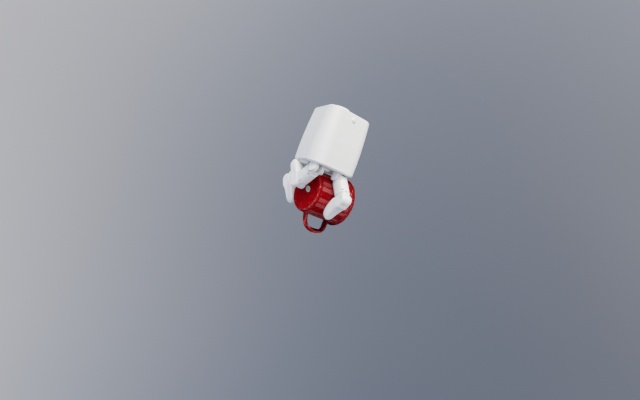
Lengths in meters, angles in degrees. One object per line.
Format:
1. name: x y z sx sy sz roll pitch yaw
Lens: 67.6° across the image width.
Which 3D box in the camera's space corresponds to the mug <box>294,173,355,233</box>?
1. mug: -0.001 0.004 0.893 0.081 0.117 0.093 21 -3 -37
